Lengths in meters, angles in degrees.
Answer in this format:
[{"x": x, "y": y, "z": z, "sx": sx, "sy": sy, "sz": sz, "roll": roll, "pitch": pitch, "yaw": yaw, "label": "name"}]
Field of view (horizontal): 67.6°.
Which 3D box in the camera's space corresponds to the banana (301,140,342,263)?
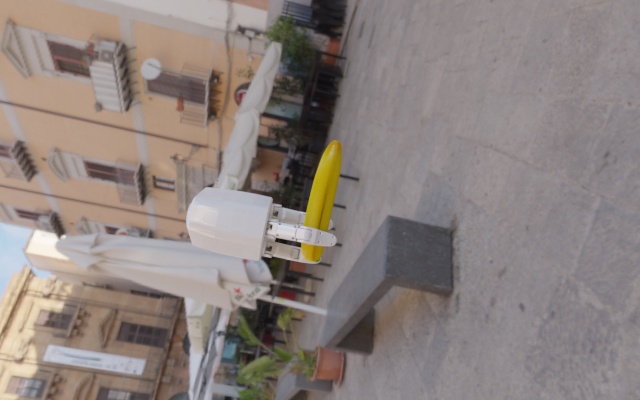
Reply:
[{"x": -0.001, "y": 0.011, "z": 0.704, "sx": 0.037, "sy": 0.198, "sz": 0.069, "roll": 11, "pitch": 16, "yaw": -2, "label": "banana"}]
